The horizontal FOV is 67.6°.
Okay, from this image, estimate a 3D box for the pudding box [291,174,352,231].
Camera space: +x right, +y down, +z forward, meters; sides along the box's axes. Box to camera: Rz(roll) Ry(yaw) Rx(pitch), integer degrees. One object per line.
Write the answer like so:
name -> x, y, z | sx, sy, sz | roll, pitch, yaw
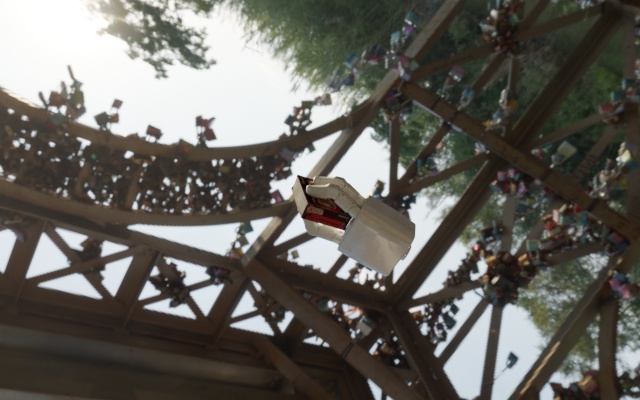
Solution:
pudding box -> 0.000, 0.003, 0.876 | 0.090, 0.039, 0.113 | 18, 21, -23
